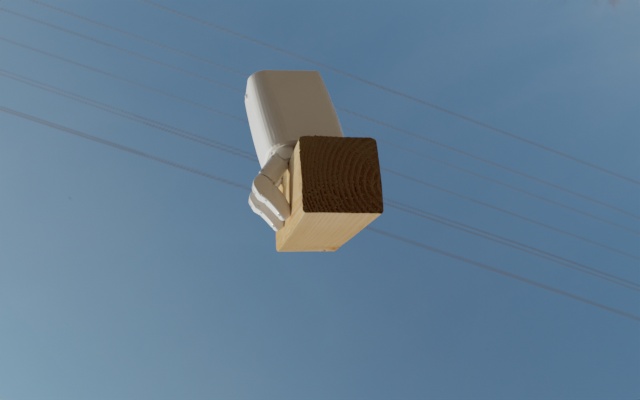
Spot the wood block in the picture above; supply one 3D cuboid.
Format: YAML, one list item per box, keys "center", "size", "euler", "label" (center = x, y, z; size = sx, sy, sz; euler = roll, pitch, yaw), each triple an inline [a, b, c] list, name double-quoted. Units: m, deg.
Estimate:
- center: [0.000, 0.002, 0.607]
  size: [0.091, 0.090, 0.206]
  euler: [0, -17, -13]
  label: "wood block"
